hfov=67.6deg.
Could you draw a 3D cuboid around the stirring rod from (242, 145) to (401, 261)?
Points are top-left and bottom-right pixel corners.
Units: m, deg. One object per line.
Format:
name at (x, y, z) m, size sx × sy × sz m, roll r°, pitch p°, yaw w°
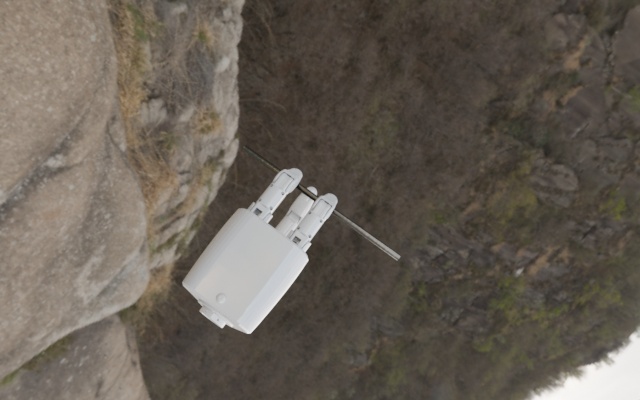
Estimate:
stirring rod at (0.000, 0.002, 0.602) m, size 0.239 × 0.011 × 0.011 m, roll 36°, pitch 3°, yaw 4°
